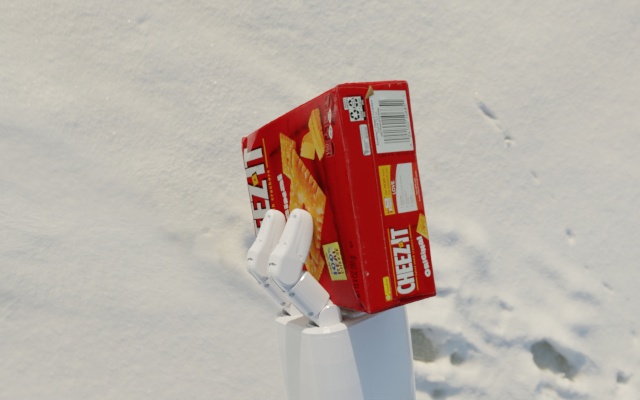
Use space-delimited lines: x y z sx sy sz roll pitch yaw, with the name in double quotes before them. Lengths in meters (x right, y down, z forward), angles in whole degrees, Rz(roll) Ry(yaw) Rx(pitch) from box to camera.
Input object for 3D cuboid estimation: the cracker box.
"cracker box" 0.000 0.001 0.431 0.072 0.164 0.214 -8 1 -28
